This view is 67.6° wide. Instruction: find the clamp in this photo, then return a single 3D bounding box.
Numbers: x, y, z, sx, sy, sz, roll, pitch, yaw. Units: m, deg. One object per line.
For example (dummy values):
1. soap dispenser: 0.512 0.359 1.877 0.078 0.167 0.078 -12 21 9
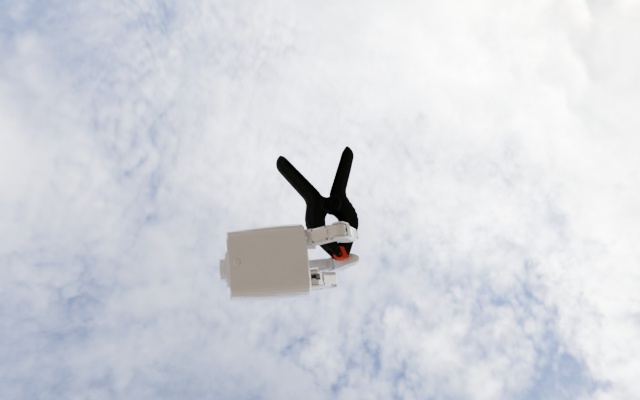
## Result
1. clamp: 0.000 0.003 0.689 0.120 0.171 0.039 -3 -16 -13
